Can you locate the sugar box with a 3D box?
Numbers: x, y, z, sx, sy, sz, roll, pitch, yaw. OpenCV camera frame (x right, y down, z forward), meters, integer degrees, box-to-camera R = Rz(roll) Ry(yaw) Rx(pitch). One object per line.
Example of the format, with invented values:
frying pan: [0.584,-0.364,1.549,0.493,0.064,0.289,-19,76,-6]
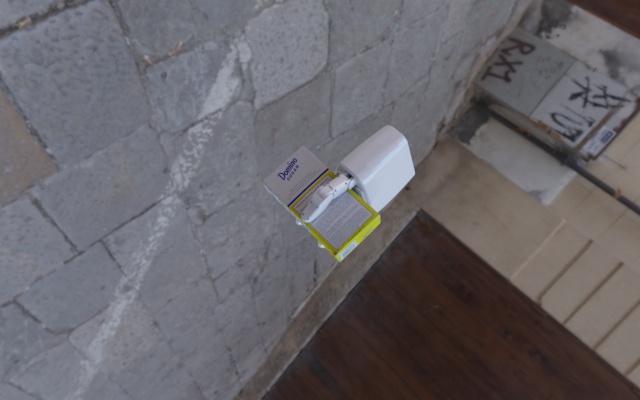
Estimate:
sugar box: [0.000,0.003,0.758,0.176,0.093,0.048,44,-10,23]
